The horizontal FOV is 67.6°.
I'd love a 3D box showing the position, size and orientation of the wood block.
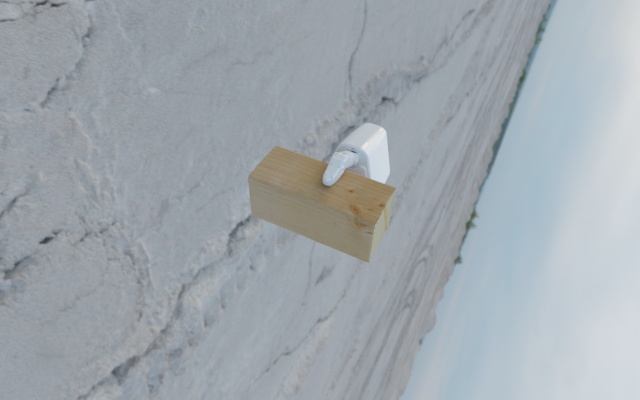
[{"bbox_3d":[0.000,0.002,0.742,0.206,0.091,0.090,20,48,17],"label":"wood block"}]
